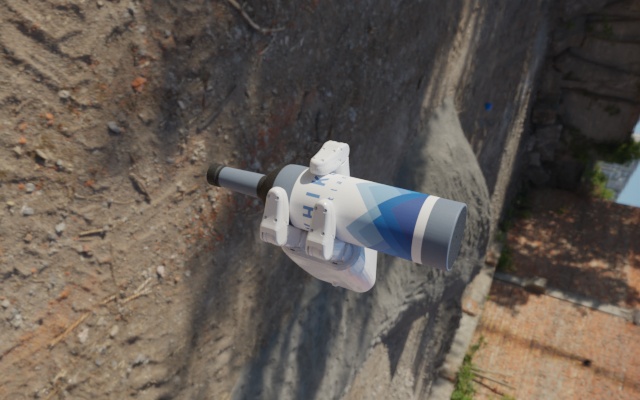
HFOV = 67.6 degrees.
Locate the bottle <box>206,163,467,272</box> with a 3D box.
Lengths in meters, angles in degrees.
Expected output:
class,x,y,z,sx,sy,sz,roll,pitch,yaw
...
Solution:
class,x,y,z,sx,sy,sz,roll,pitch,yaw
bottle,0.000,0.002,0.512,0.295,0.069,0.069,15,6,25
